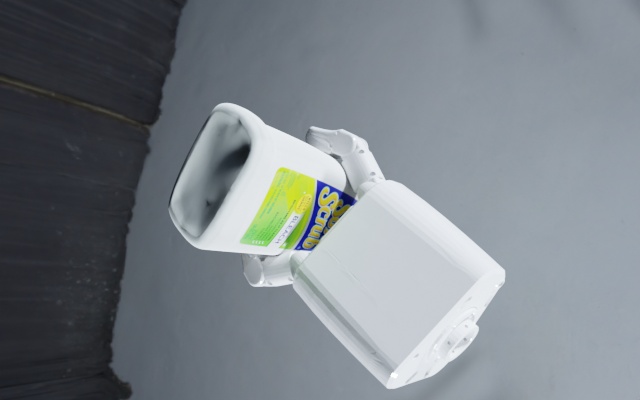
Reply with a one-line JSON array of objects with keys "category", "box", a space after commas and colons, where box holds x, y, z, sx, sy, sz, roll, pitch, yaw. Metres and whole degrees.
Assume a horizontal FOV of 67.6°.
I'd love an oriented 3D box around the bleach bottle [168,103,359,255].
[{"category": "bleach bottle", "box": [0.000, 0.001, 0.419, 0.251, 0.102, 0.068, 13, 24, -51]}]
